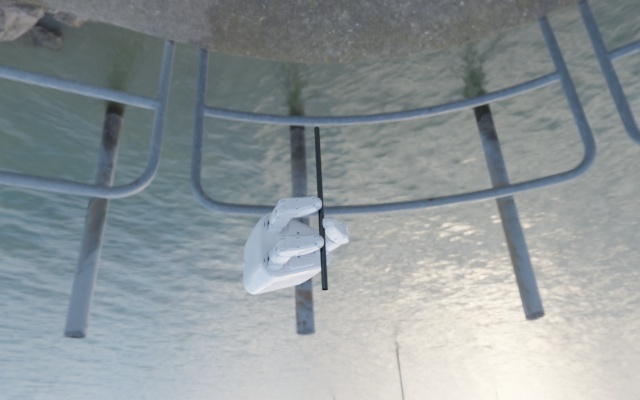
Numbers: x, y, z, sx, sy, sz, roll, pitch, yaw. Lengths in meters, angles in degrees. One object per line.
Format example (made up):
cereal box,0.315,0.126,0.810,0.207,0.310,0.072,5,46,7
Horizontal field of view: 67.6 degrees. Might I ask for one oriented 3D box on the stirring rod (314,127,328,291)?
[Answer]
stirring rod,0.000,0.002,0.638,0.011,0.239,0.011,-2,-27,-1
